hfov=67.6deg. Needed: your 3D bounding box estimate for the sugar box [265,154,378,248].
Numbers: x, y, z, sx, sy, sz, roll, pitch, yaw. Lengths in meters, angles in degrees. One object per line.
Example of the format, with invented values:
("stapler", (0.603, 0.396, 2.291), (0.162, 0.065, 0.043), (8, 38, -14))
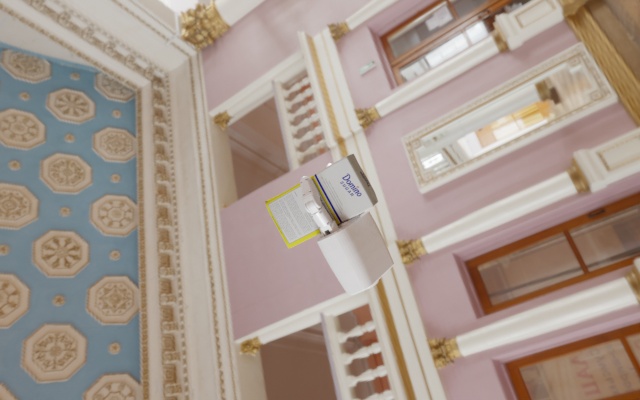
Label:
("sugar box", (0.000, 0.003, 0.803), (0.176, 0.093, 0.048), (-27, 2, 23))
